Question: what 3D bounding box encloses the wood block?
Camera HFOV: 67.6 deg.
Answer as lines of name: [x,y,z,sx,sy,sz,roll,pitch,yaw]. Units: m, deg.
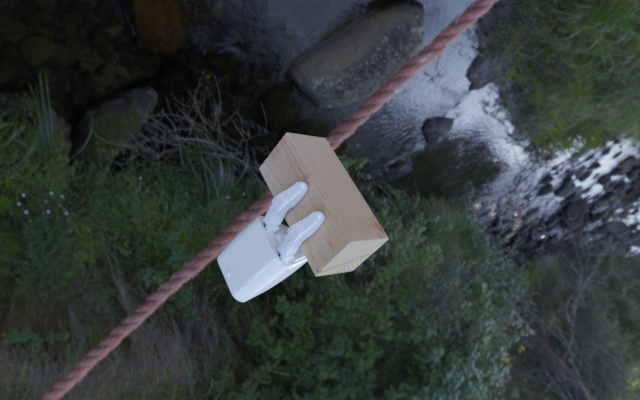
wood block: [0.000,0.003,0.738,0.091,0.206,0.090,1,-39,-47]
